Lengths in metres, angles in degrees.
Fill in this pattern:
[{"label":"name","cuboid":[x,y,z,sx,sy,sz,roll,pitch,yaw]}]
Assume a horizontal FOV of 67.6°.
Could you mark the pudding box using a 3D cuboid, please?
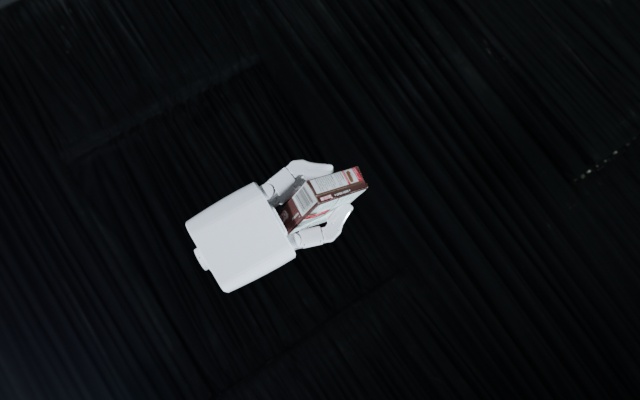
[{"label":"pudding box","cuboid":[0.000,0.002,0.666,0.090,0.039,0.113,-19,-14,-35]}]
